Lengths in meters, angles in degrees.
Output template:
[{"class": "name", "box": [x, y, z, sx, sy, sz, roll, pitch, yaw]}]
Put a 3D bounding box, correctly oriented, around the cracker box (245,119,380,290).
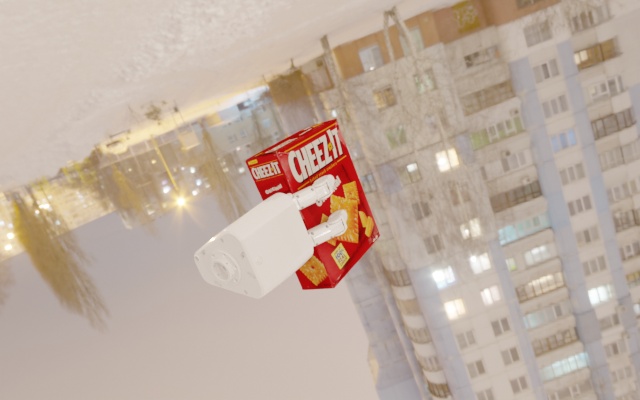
[{"class": "cracker box", "box": [0.000, 0.003, 0.729, 0.072, 0.214, 0.164, -10, 18, 38]}]
